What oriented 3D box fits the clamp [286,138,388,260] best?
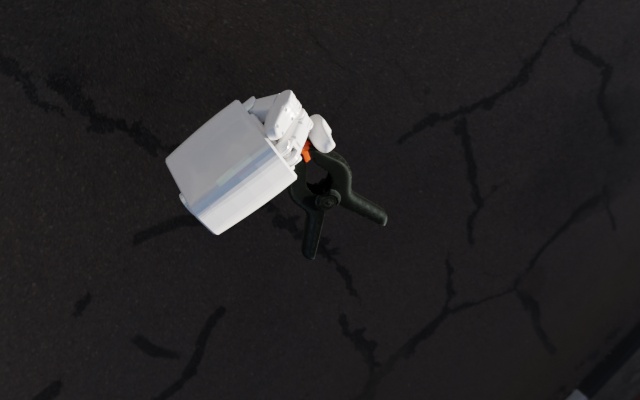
[{"bbox_3d":[0.000,0.002,0.583,0.120,0.171,0.039,-36,35,1],"label":"clamp"}]
